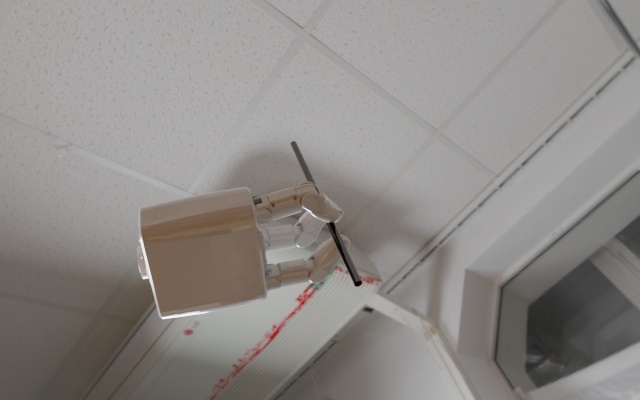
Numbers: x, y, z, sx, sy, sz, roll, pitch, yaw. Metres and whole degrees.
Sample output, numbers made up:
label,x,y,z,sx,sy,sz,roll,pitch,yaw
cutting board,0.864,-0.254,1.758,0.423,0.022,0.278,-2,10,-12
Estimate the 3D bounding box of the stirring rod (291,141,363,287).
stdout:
label,x,y,z,sx,sy,sz,roll,pitch,yaw
stirring rod,0.000,0.002,0.525,0.011,0.011,0.239,0,38,-22
